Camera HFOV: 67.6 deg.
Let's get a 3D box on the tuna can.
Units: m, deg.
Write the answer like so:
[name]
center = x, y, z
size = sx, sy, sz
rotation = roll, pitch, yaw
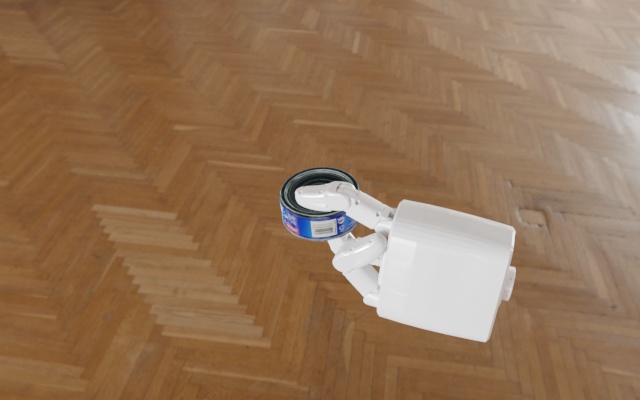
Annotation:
[tuna can]
center = 0.000, 0.001, 0.504
size = 0.086, 0.034, 0.086
rotation = -3, 40, 3
